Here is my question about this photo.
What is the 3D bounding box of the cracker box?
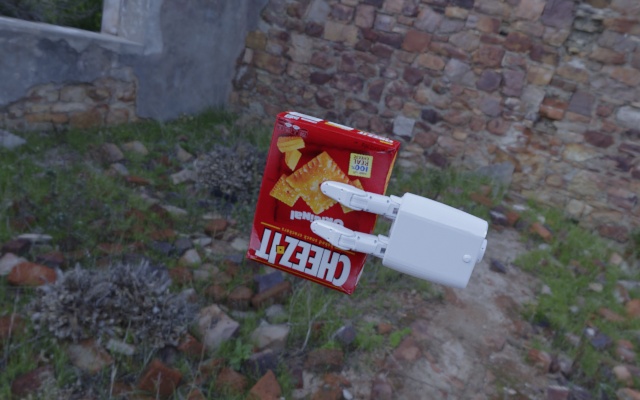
[{"bbox_3d":[0.000,0.002,0.658,0.164,0.214,0.072,18,17,11],"label":"cracker box"}]
